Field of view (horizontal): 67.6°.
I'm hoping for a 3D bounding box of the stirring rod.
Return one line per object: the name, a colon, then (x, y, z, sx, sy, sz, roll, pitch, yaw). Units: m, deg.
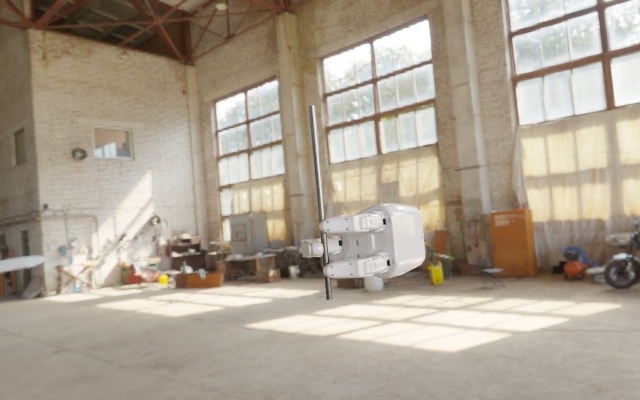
stirring rod: (0.000, 0.002, 0.592, 0.011, 0.239, 0.011, -5, -2, 0)
